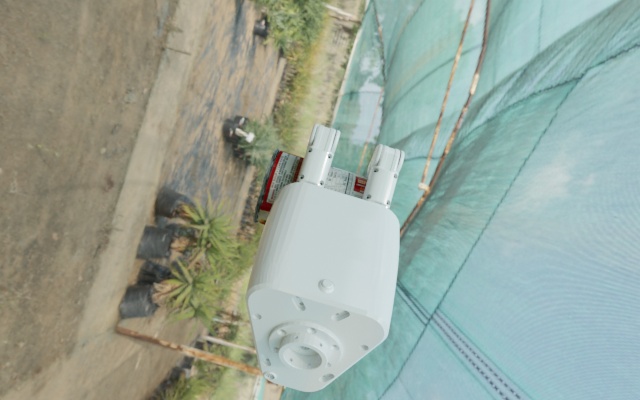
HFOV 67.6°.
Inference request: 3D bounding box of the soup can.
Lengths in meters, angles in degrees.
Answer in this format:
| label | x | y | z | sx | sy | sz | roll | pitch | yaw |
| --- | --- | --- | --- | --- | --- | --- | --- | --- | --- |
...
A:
| label | x | y | z | sx | sy | sz | roll | pitch | yaw |
| --- | --- | --- | --- | --- | --- | --- | --- | --- | --- |
| soup can | 0.000 | 0.001 | 0.421 | 0.102 | 0.068 | 0.068 | 17 | -1 | -2 |
